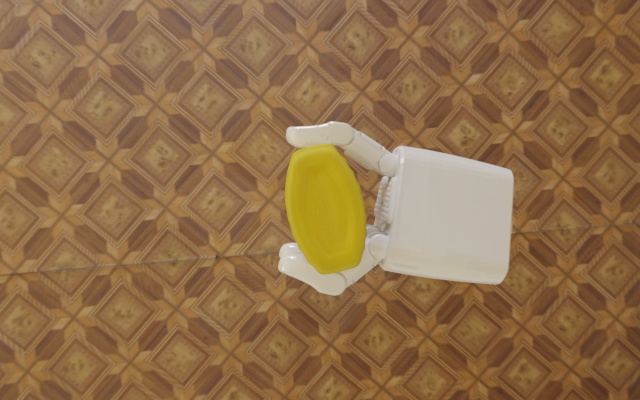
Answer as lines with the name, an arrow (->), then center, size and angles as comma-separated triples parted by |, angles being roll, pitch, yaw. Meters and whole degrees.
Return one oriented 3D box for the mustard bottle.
mustard bottle -> 0.000, 0.001, 0.439 | 0.058, 0.096, 0.191 | -15, 4, -2
